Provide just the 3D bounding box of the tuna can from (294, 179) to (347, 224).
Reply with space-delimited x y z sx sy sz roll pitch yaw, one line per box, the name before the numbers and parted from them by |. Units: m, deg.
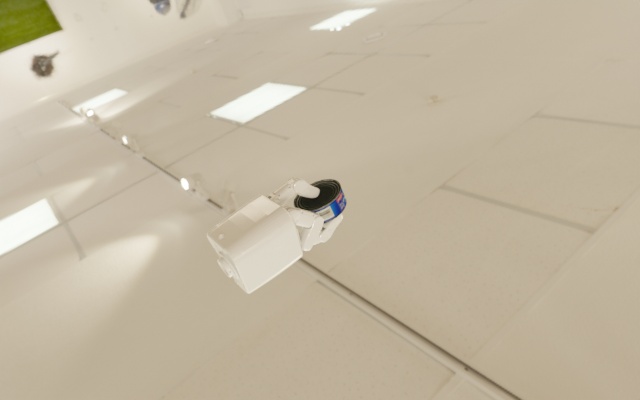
tuna can | 0.000 0.003 0.806 0.086 0.034 0.086 -18 32 12
